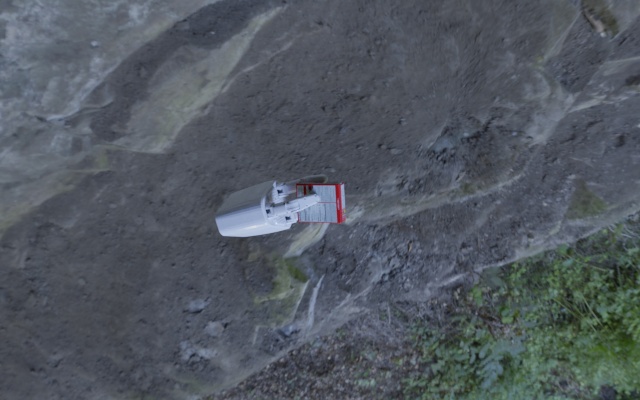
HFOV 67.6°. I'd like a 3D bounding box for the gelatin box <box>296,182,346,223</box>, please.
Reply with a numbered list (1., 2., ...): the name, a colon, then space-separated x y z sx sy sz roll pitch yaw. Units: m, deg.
1. gelatin box: 0.000 0.003 0.880 0.089 0.073 0.030 1 11 22
